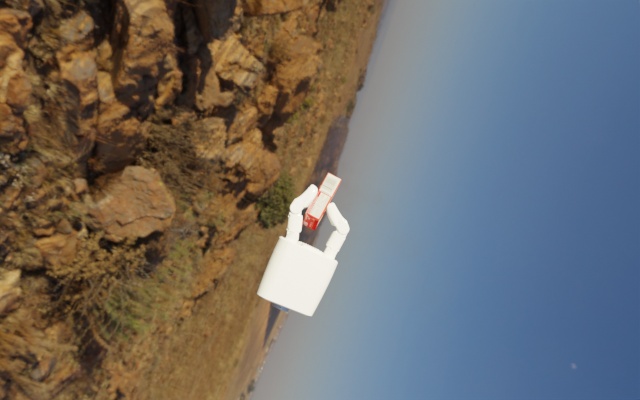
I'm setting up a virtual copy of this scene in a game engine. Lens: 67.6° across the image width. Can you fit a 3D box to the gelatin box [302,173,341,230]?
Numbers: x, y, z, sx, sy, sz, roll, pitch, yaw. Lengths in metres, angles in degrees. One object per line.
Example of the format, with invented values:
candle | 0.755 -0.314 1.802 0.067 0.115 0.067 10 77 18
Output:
gelatin box | 0.001 0.003 0.854 0.030 0.089 0.073 29 -17 1
